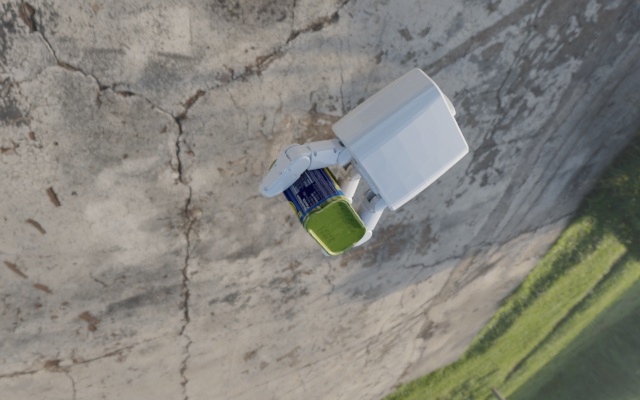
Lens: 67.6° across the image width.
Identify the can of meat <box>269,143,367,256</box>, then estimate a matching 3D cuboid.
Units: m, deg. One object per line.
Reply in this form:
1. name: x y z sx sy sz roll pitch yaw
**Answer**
1. can of meat: 0.000 0.002 0.510 0.057 0.084 0.102 -35 -36 3
